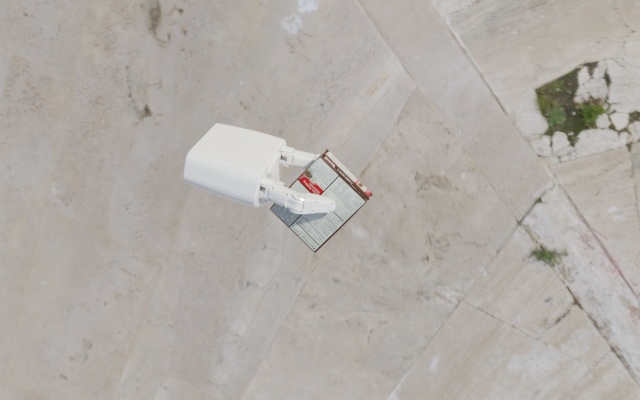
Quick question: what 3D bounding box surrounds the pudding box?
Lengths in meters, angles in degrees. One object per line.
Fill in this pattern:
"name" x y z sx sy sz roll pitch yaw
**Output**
"pudding box" 0.000 0.002 0.647 0.113 0.090 0.039 -45 1 24
